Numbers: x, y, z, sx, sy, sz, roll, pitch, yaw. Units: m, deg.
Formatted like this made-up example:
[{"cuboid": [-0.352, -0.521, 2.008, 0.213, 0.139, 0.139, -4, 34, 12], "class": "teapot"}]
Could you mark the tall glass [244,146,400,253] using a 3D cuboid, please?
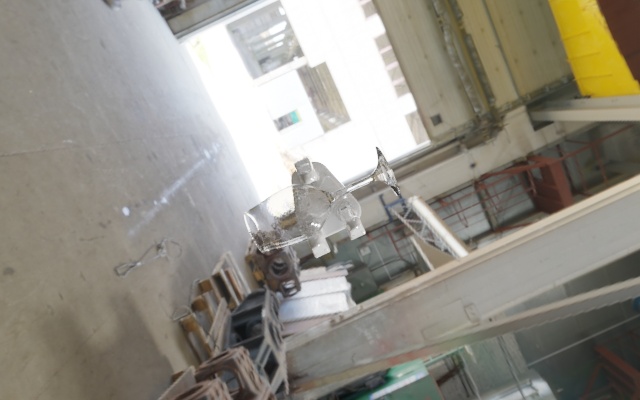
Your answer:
[{"cuboid": [0.001, 0.002, 0.645, 0.201, 0.079, 0.079, -25, -1, 1], "class": "tall glass"}]
